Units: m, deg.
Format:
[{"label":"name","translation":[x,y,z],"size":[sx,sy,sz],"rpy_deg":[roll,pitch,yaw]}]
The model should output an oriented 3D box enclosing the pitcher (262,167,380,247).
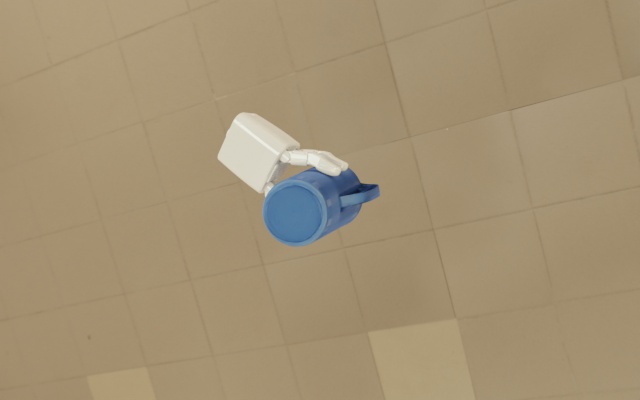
[{"label":"pitcher","translation":[0.000,0.003,0.843],"size":[0.145,0.149,0.243],"rpy_deg":[39,16,7]}]
